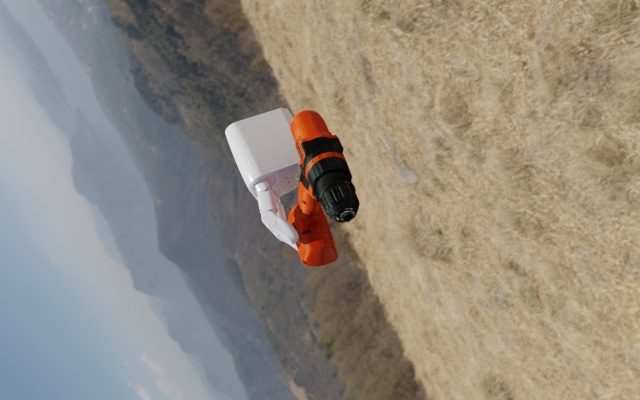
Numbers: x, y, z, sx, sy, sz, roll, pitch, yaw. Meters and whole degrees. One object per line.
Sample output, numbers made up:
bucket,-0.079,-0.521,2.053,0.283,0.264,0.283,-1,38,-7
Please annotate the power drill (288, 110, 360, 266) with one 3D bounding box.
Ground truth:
power drill,0.000,0.002,0.629,0.057,0.188,0.184,-6,47,-14
